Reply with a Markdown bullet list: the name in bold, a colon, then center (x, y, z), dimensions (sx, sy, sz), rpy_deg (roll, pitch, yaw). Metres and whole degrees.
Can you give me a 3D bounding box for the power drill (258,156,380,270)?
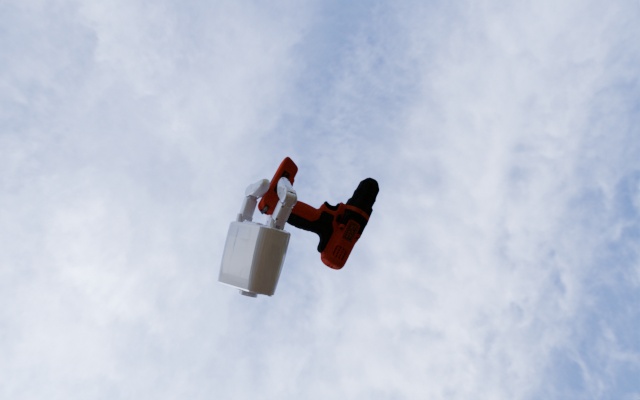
- **power drill**: center (0.000, 0.003, 0.838), dimensions (0.187, 0.184, 0.057), rpy_deg (31, -22, -8)
